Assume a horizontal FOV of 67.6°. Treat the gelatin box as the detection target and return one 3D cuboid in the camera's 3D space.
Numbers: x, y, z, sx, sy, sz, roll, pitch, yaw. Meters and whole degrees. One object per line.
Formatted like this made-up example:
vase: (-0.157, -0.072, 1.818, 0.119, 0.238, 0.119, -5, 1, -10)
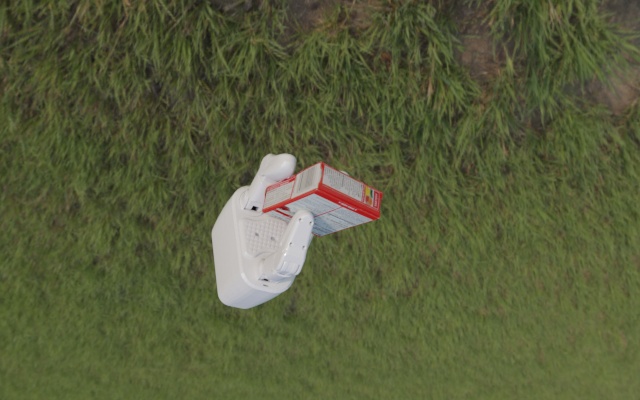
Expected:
gelatin box: (0.000, 0.002, 0.440, 0.073, 0.030, 0.089, 25, -28, -32)
